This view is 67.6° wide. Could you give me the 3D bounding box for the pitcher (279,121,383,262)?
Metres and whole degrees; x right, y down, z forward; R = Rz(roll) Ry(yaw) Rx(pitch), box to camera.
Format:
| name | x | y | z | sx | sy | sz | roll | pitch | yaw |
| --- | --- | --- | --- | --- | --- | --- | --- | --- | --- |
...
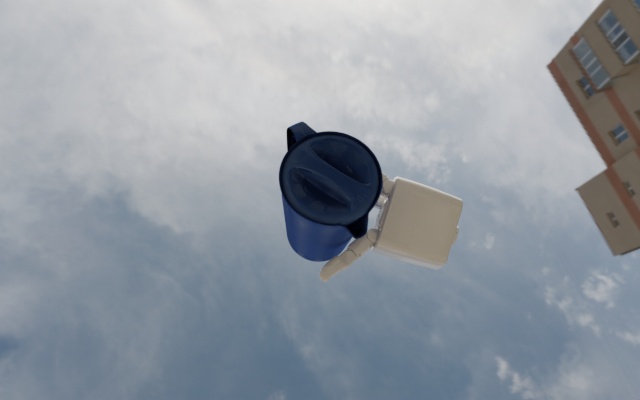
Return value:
| name | x | y | z | sx | sy | sz | roll | pitch | yaw |
| --- | --- | --- | --- | --- | --- | --- | --- | --- | --- |
| pitcher | 0.000 | 0.002 | 0.715 | 0.145 | 0.149 | 0.243 | 16 | -22 | 1 |
